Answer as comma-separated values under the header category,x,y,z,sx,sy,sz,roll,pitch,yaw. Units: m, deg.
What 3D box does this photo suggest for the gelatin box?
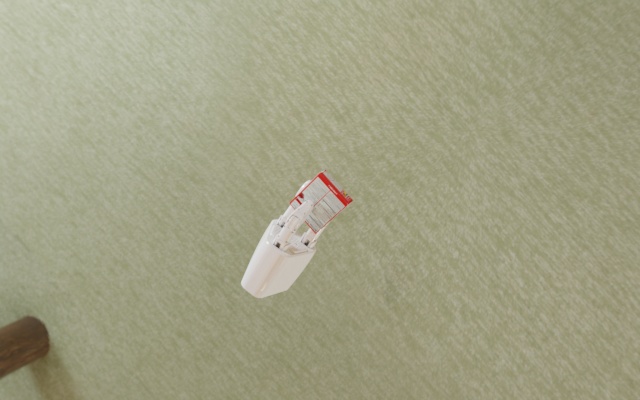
category,x,y,z,sx,sy,sz,roll,pitch,yaw
gelatin box,0.000,0.003,0.831,0.089,0.073,0.030,-44,-4,27
